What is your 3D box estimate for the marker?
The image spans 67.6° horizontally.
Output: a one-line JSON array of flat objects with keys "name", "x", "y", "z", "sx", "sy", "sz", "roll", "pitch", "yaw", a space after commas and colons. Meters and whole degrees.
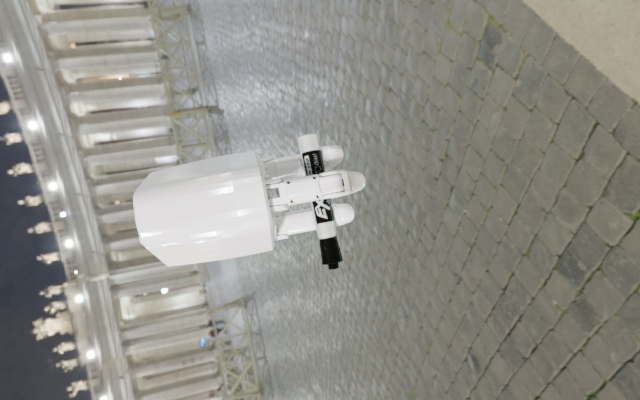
[{"name": "marker", "x": 0.000, "y": 0.001, "z": 0.425, "sx": 0.020, "sy": 0.121, "sz": 0.020, "roll": -11, "pitch": -1, "yaw": 0}]
